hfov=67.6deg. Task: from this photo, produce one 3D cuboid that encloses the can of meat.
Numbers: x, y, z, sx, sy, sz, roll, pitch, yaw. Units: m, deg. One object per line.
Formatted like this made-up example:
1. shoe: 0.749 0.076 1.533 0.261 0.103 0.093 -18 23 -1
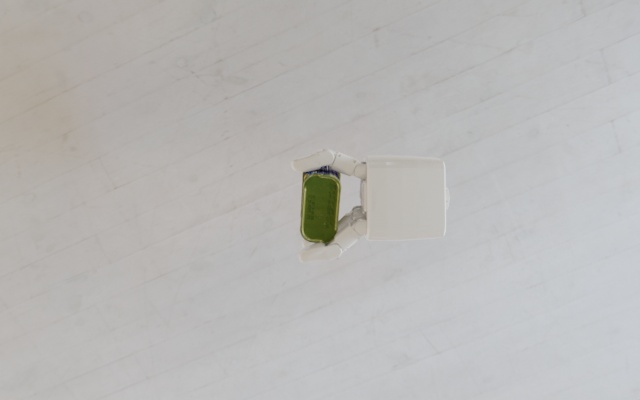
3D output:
1. can of meat: 0.000 0.002 0.679 0.057 0.102 0.084 3 14 -1
